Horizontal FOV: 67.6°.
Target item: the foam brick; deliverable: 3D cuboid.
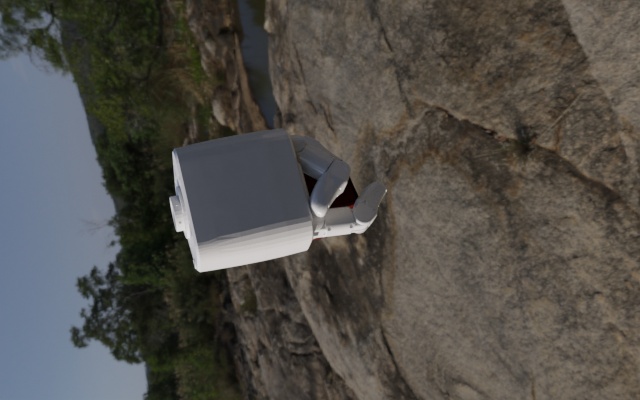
[{"bbox_3d":[0.000,0.002,0.509,0.051,0.053,0.078,-12,-27,-20],"label":"foam brick"}]
